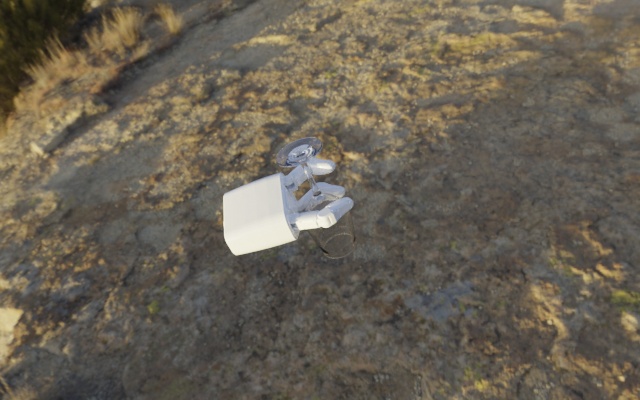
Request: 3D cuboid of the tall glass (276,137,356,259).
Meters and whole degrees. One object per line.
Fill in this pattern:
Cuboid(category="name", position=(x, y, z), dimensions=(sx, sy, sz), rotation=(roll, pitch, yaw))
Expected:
Cuboid(category="tall glass", position=(0.000, 0.002, 0.767), dimensions=(0.079, 0.201, 0.079), rotation=(-16, 35, 11))
